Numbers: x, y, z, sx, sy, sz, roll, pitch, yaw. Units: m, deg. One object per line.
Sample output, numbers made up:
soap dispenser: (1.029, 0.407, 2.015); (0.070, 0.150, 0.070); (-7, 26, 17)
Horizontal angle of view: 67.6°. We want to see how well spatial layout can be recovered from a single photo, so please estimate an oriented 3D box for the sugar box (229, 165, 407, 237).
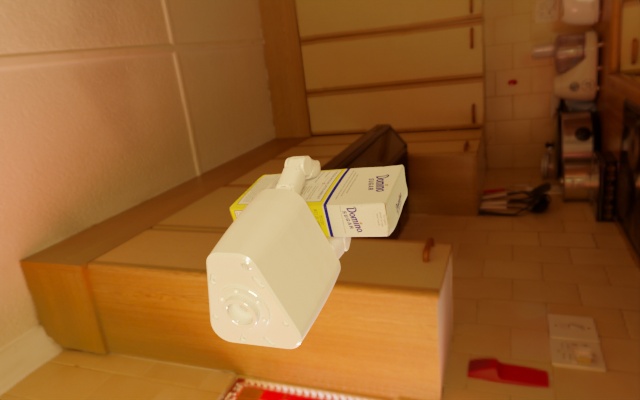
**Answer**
sugar box: (0.000, 0.002, 0.528); (0.176, 0.048, 0.093); (0, 28, 22)
